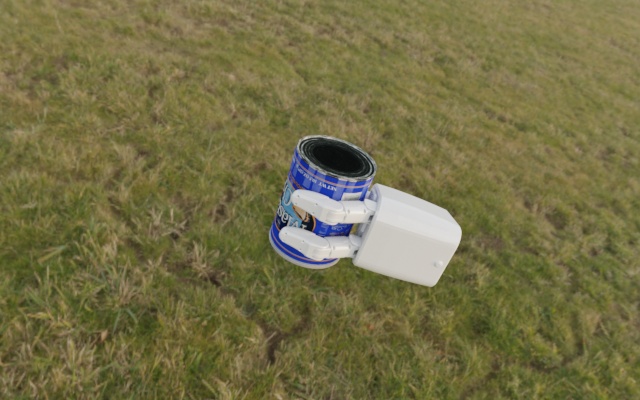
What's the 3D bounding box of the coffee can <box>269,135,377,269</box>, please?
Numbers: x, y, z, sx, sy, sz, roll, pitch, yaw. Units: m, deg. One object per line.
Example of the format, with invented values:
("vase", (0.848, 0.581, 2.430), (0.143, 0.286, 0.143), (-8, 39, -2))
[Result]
("coffee can", (0.000, 0.002, 0.614), (0.103, 0.140, 0.102), (14, 32, -9))
